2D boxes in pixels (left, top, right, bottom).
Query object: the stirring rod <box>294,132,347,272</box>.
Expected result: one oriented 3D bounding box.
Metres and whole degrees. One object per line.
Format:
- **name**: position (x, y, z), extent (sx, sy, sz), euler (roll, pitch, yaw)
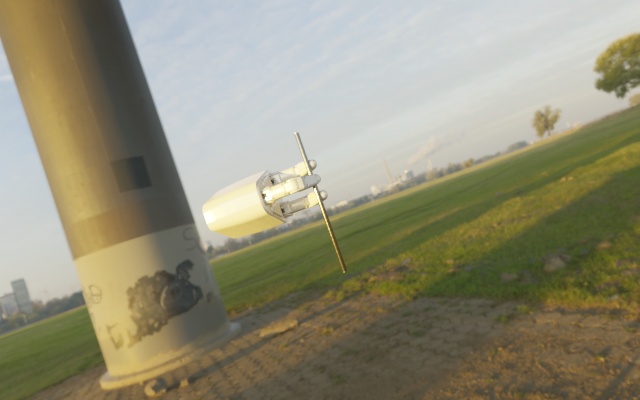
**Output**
- **stirring rod**: position (0.000, 0.003, 0.782), extent (0.011, 0.239, 0.011), euler (-19, -2, -1)
